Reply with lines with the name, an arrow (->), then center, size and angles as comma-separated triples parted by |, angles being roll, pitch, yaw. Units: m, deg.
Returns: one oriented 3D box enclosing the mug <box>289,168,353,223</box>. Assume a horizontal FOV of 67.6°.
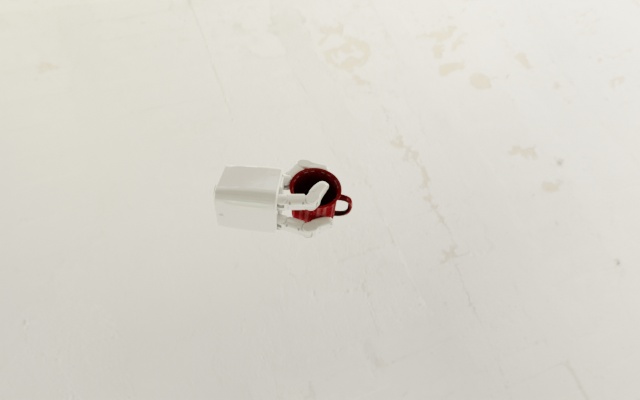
mug -> 0.002, 0.003, 0.873 | 0.117, 0.093, 0.082 | 8, -38, 0
